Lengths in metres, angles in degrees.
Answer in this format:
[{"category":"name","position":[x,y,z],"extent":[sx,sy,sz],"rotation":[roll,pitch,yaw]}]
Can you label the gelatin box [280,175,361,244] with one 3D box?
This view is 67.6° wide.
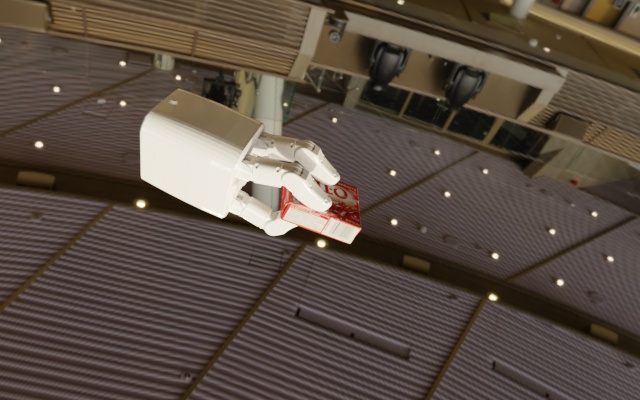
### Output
[{"category":"gelatin box","position":[0.000,0.002,0.539],"extent":[0.089,0.030,0.073],"rotation":[21,36,-17]}]
